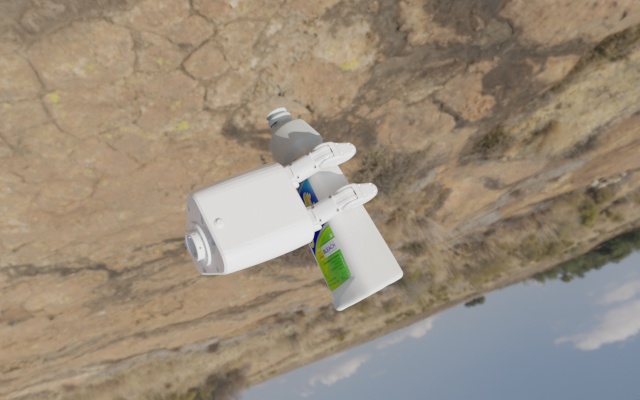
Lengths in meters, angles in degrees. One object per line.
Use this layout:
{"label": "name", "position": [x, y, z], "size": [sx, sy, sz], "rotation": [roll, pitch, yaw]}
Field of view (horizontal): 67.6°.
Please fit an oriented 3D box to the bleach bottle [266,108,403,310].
{"label": "bleach bottle", "position": [0.000, 0.002, 0.583], "size": [0.068, 0.250, 0.103], "rotation": [-22, -14, -30]}
